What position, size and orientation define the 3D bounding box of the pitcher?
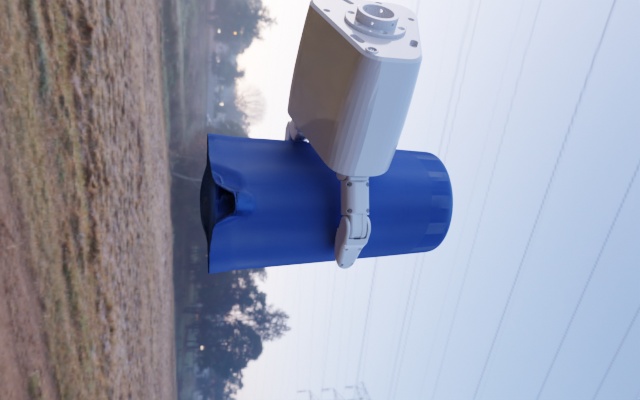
[{"bbox_3d":[0.000,0.002,0.494,0.243,0.145,0.149,0,43,-15],"label":"pitcher"}]
